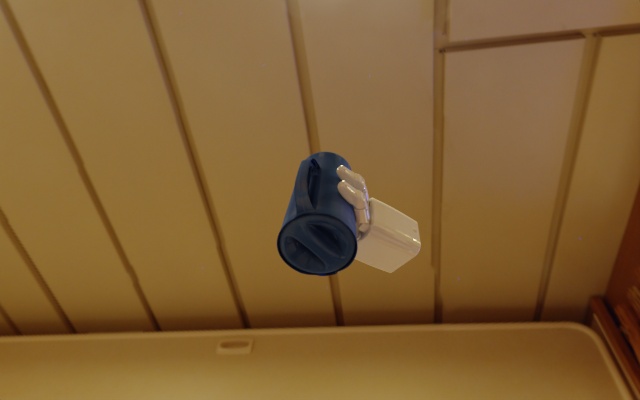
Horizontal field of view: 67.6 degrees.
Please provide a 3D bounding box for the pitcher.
[{"bbox_3d":[0.000,0.003,0.869,0.145,0.149,0.242,25,33,-13],"label":"pitcher"}]
